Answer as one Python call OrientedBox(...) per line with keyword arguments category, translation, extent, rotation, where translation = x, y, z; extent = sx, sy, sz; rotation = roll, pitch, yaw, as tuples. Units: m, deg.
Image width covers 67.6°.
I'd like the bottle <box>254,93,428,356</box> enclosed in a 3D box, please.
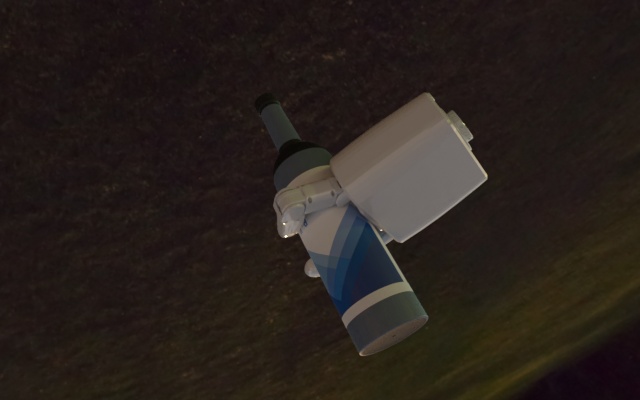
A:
OrientedBox(category="bottle", translation=(0.000, 0.002, 0.472), extent=(0.069, 0.295, 0.069), rotation=(-22, -29, -13))
